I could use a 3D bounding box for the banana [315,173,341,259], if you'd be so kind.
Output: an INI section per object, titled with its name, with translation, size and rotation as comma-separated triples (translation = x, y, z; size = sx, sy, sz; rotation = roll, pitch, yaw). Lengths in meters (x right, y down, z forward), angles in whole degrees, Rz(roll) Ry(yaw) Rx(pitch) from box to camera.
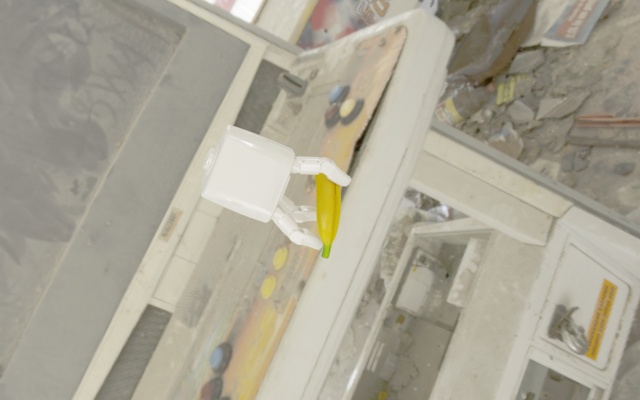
[banana]
translation = 0.007, -0.007, 0.764
size = 0.037, 0.197, 0.070
rotation = 15, -45, -16
